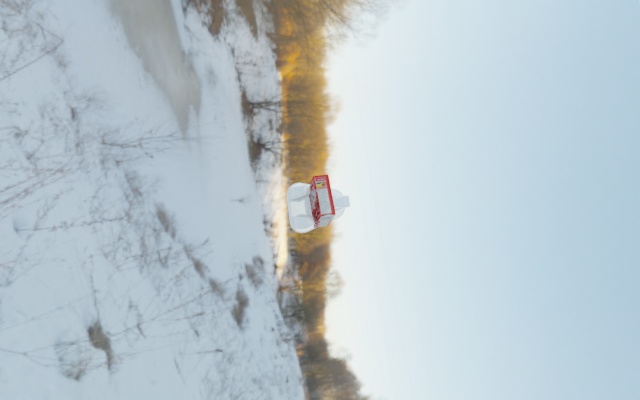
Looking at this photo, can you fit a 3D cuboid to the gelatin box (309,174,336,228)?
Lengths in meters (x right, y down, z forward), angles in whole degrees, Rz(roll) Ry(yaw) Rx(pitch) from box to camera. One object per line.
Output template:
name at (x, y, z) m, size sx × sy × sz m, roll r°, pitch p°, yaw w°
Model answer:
gelatin box at (0.001, 0.003, 0.842) m, size 0.030 × 0.073 × 0.089 m, roll -7°, pitch -15°, yaw -10°
